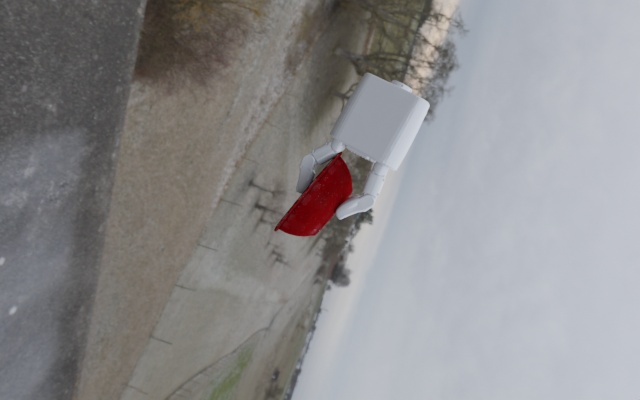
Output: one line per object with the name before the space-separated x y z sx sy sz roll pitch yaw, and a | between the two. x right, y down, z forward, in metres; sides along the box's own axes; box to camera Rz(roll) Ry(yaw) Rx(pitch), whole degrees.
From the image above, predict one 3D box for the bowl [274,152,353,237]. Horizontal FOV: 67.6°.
bowl | 0.000 0.004 0.739 0.055 0.162 0.162 41 0 0
